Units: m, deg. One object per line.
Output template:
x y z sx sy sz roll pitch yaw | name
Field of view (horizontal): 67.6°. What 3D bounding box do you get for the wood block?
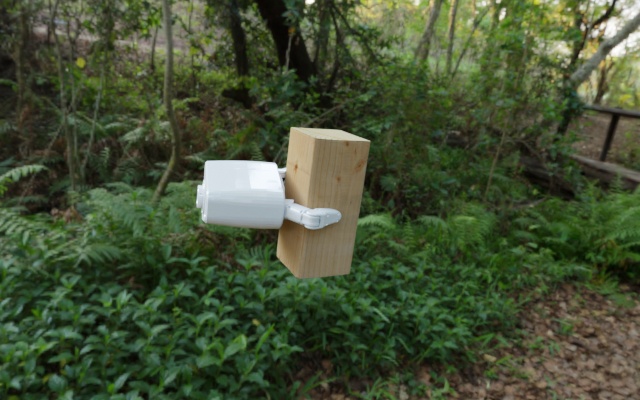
0.000 0.002 0.716 0.090 0.206 0.090 -1 18 -28 | wood block
